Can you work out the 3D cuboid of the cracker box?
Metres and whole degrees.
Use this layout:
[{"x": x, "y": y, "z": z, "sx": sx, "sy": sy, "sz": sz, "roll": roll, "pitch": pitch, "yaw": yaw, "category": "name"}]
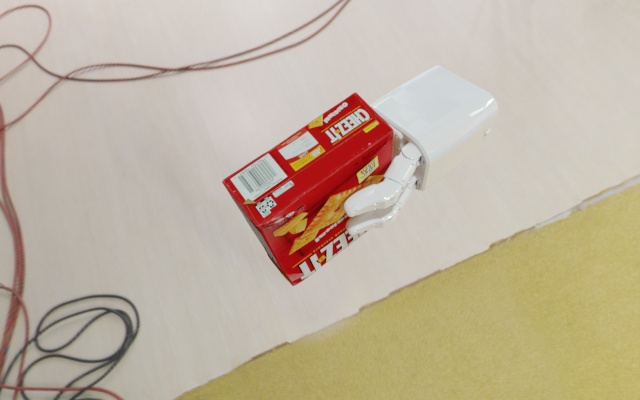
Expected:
[{"x": 0.000, "y": 0.002, "z": 0.549, "sx": 0.164, "sy": 0.072, "sz": 0.214, "roll": -35, "pitch": -24, "yaw": -10, "category": "cracker box"}]
